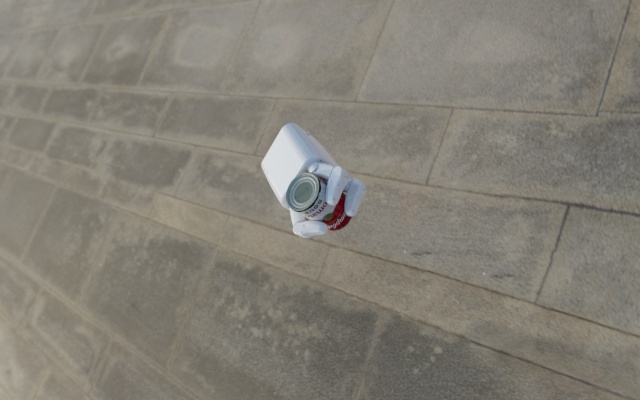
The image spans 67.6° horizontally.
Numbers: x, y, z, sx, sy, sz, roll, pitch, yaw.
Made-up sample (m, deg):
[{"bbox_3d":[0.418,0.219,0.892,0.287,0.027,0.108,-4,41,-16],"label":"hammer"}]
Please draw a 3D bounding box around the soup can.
[{"bbox_3d":[0.000,0.003,0.776,0.068,0.068,0.102,0,-20,36],"label":"soup can"}]
